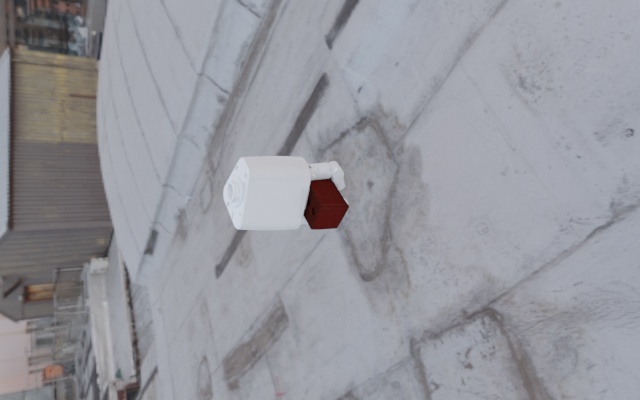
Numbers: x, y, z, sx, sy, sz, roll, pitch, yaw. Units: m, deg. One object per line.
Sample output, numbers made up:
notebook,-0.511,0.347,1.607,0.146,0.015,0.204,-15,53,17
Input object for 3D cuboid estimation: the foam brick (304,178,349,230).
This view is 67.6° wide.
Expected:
foam brick,0.000,0.003,0.774,0.051,0.053,0.078,-1,43,-31
